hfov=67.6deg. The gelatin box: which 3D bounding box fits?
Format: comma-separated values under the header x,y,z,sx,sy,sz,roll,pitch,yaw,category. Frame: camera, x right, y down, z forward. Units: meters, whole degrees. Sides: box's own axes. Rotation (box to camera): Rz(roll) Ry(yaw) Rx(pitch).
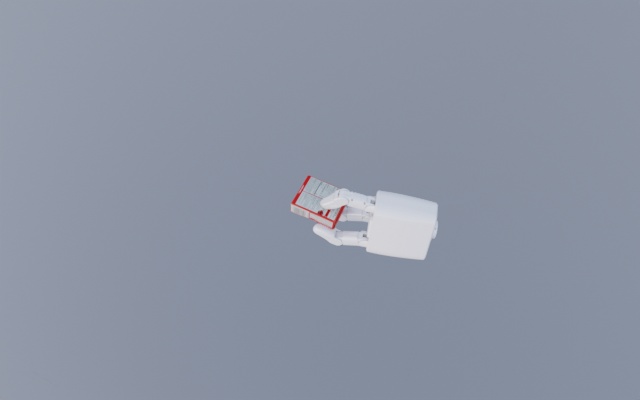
x,y,z,sx,sy,sz,roll,pitch,yaw,category
0.000,0.002,0.869,0.089,0.073,0.030,23,-32,9,gelatin box
